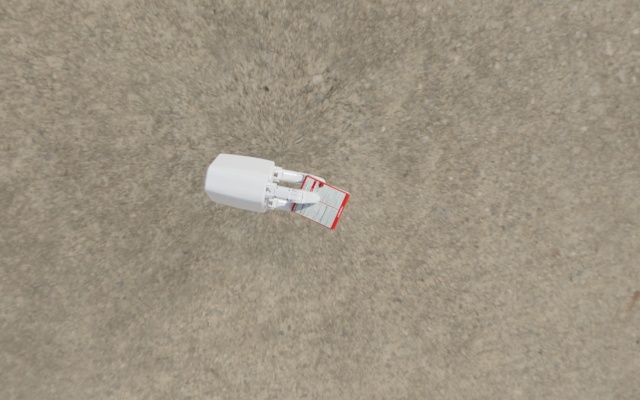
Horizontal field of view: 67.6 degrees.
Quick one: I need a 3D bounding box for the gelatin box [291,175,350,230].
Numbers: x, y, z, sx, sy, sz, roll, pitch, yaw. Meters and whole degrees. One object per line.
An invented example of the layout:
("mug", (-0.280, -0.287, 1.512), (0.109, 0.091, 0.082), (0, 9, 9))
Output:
("gelatin box", (0.000, 0.003, 0.876), (0.089, 0.073, 0.030), (24, 5, 1))
